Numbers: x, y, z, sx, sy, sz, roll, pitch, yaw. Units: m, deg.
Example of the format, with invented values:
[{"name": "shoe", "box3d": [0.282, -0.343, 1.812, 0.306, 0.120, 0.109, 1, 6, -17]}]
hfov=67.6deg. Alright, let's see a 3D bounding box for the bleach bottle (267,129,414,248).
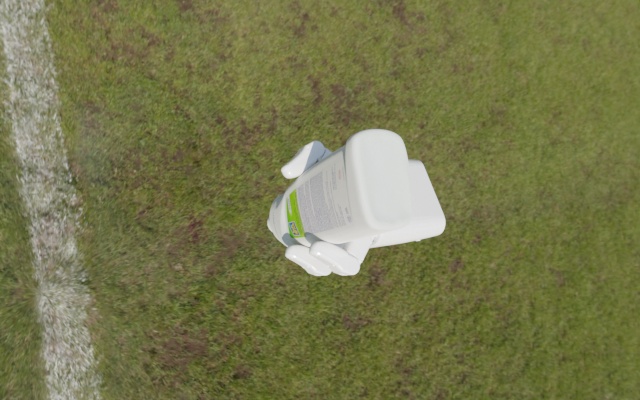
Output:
[{"name": "bleach bottle", "box3d": [0.000, 0.002, 0.554, 0.068, 0.102, 0.251, -4, -7, -31]}]
